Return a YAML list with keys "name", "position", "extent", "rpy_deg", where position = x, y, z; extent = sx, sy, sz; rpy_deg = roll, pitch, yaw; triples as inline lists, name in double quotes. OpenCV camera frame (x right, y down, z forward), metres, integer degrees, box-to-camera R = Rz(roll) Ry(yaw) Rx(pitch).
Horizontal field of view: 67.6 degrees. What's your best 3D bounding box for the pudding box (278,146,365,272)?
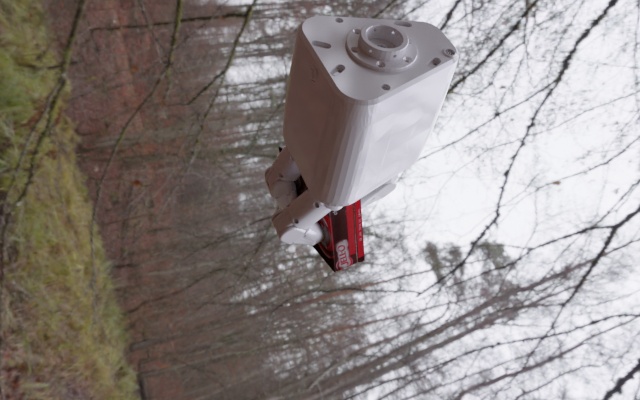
- name: "pudding box"
  position: [0.000, 0.001, 0.464]
  extent: [0.039, 0.090, 0.113]
  rpy_deg: [-16, 30, -18]
